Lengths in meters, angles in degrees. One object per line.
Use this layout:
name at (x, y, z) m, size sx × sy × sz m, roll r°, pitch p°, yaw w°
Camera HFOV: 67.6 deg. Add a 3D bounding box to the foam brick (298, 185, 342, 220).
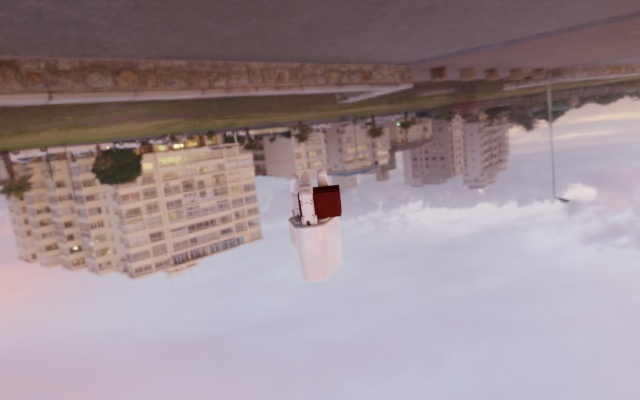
foam brick at (0.000, 0.003, 0.890) m, size 0.078 × 0.051 × 0.053 m, roll -6°, pitch 12°, yaw 5°
